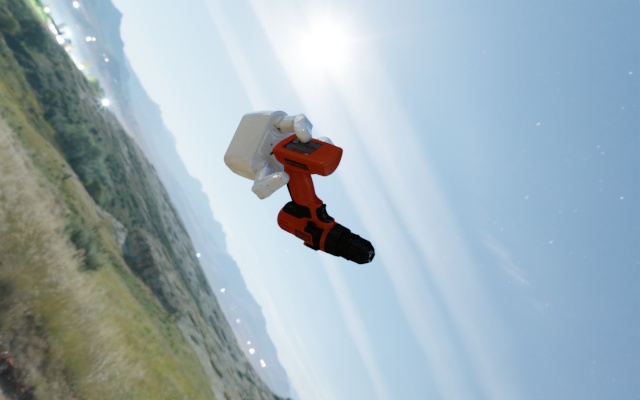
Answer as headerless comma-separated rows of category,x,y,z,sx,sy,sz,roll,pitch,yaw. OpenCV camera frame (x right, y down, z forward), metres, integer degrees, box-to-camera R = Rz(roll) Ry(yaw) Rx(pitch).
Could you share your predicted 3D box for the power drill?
power drill,0.000,0.002,0.723,0.184,0.188,0.057,21,44,31
